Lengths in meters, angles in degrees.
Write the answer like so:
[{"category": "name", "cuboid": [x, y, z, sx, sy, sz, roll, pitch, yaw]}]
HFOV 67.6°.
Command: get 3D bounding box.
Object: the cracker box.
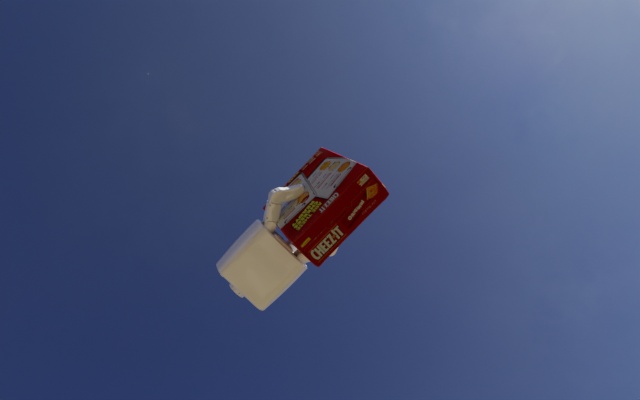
[{"category": "cracker box", "cuboid": [0.000, 0.003, 0.817, 0.072, 0.164, 0.213, 45, -4, -24]}]
